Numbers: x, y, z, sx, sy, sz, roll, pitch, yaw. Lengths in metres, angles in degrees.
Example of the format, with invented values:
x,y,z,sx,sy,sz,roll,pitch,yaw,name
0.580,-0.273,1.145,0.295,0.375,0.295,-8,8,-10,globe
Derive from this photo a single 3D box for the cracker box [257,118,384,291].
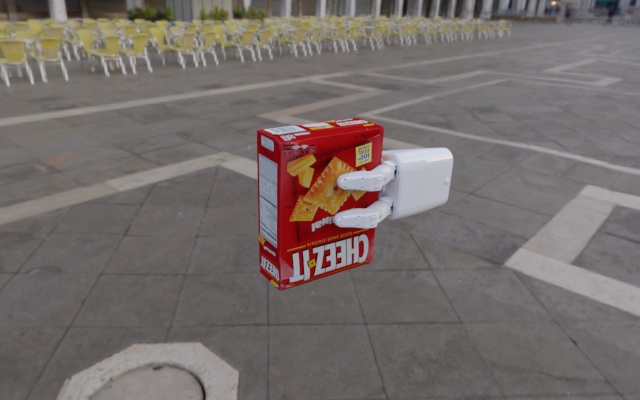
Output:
x,y,z,sx,sy,sz,roll,pitch,yaw,name
0.000,0.002,0.666,0.164,0.214,0.072,-12,26,-30,cracker box
